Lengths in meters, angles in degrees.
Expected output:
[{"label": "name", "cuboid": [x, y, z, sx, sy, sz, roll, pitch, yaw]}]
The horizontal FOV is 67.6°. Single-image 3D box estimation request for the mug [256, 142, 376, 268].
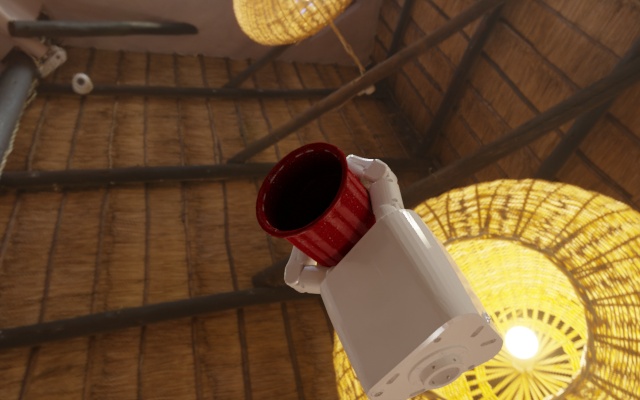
[{"label": "mug", "cuboid": [0.000, 0.001, 0.435, 0.093, 0.117, 0.081, -36, -46, 11]}]
